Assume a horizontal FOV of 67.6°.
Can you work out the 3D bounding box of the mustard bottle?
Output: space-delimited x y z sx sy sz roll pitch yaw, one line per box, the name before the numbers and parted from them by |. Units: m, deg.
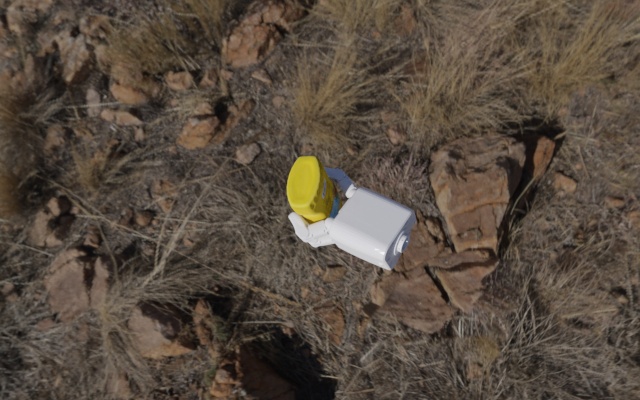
mustard bottle | 0.000 0.003 0.856 0.058 0.096 0.192 -1 -22 18
